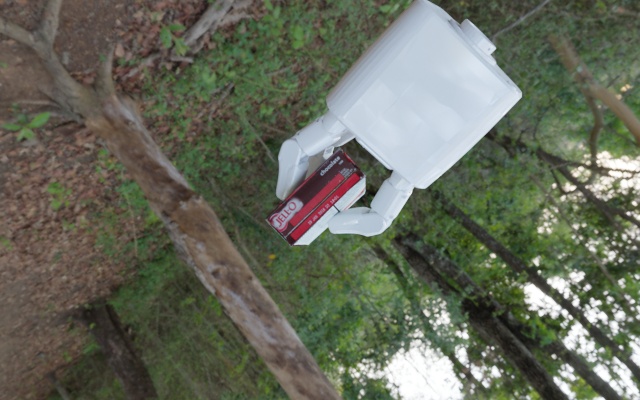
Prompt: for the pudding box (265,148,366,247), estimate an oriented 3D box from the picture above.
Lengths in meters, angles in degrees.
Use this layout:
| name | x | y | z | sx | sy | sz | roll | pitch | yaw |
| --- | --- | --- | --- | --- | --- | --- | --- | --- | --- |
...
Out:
| name | x | y | z | sx | sy | sz | roll | pitch | yaw |
| --- | --- | --- | --- | --- | --- | --- | --- | --- | --- |
| pudding box | 0.000 | 0.002 | 0.457 | 0.090 | 0.039 | 0.113 | -43 | -9 | 0 |
